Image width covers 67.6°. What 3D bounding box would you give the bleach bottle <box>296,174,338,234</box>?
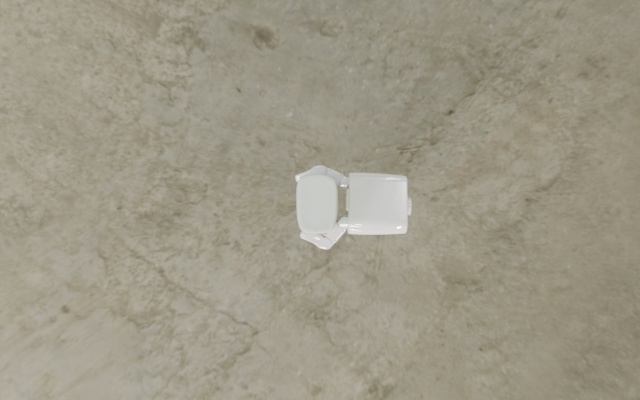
[{"bbox_3d":[0.000,0.003,0.898,0.068,0.102,0.251,1,2,3],"label":"bleach bottle"}]
